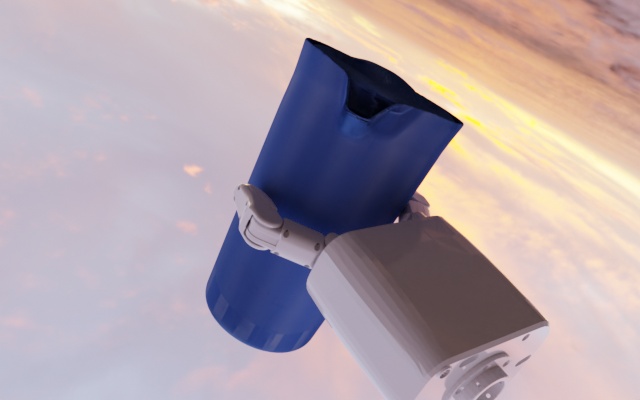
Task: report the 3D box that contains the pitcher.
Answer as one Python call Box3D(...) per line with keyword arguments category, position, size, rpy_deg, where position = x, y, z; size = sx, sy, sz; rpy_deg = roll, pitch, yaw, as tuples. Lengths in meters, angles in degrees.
Box3D(category="pitcher", position=(0.000, 0.001, 0.406), size=(0.149, 0.243, 0.145), rpy_deg=(11, 27, -40))
